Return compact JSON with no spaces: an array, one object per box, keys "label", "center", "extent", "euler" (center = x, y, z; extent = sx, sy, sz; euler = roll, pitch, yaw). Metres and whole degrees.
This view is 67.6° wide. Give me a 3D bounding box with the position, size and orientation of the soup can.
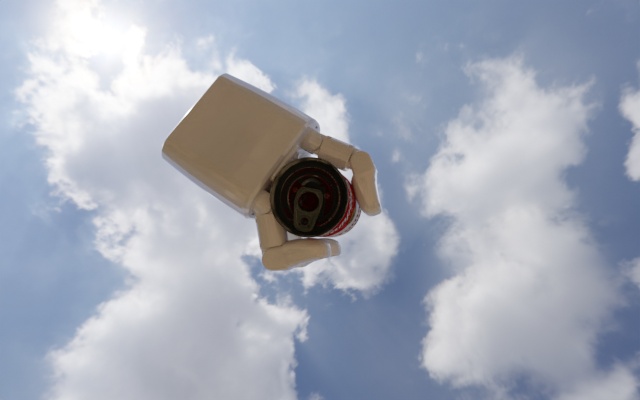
[{"label":"soup can","center":[0.001,0.002,0.447],"extent":[0.068,0.068,0.102],"euler":[0,-5,12]}]
